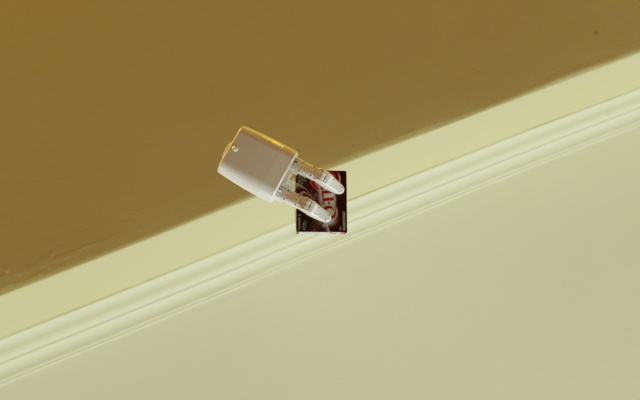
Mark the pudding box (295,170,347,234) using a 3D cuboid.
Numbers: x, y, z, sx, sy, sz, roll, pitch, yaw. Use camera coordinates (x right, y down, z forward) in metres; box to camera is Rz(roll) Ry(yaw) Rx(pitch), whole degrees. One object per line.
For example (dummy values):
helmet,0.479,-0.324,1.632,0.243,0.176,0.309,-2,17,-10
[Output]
pudding box,0.000,0.003,0.836,0.090,0.113,0.039,1,-8,-8
